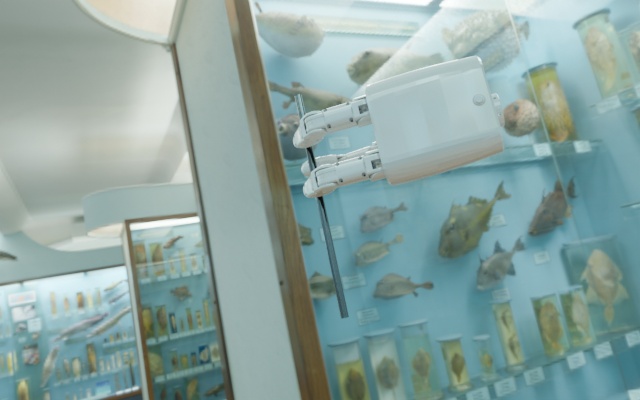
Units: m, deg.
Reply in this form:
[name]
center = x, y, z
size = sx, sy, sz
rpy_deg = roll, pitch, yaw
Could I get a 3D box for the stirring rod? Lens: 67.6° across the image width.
[stirring rod]
center = 0.000, 0.002, 0.499
size = 0.011, 0.239, 0.011
rpy_deg = -12, -10, -2
